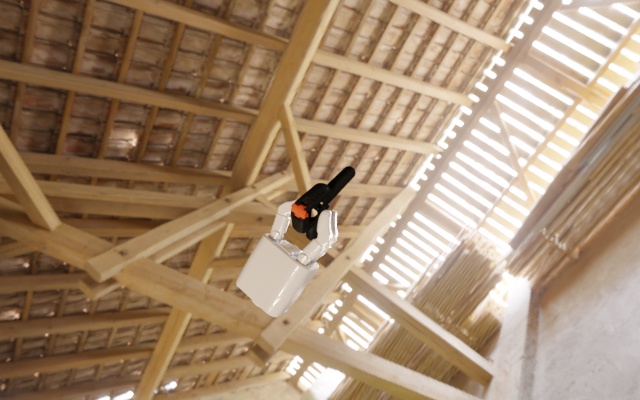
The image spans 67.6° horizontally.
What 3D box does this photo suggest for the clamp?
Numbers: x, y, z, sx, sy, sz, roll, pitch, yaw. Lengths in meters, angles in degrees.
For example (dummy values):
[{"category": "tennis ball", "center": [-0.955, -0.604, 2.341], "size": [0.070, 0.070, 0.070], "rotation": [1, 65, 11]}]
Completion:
[{"category": "clamp", "center": [-0.001, 0.003, 0.842], "size": [0.036, 0.164, 0.210], "rotation": [32, 5, 13]}]
